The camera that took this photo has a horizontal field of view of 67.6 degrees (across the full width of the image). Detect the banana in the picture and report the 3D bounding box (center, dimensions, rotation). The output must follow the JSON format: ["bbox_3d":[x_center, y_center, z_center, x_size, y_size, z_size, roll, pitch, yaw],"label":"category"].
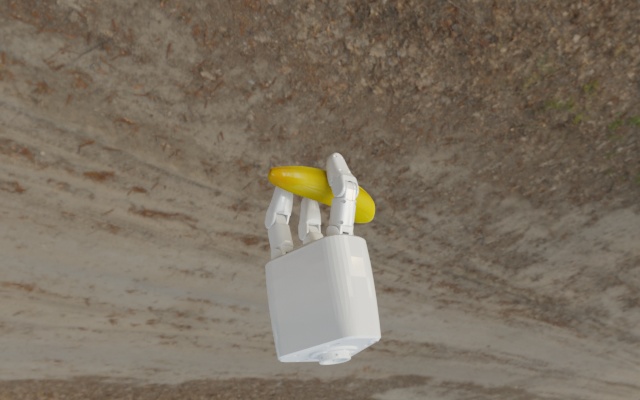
[{"bbox_3d":[0.018,-0.002,0.578,0.069,0.037,0.198,-17,-26,25],"label":"banana"}]
